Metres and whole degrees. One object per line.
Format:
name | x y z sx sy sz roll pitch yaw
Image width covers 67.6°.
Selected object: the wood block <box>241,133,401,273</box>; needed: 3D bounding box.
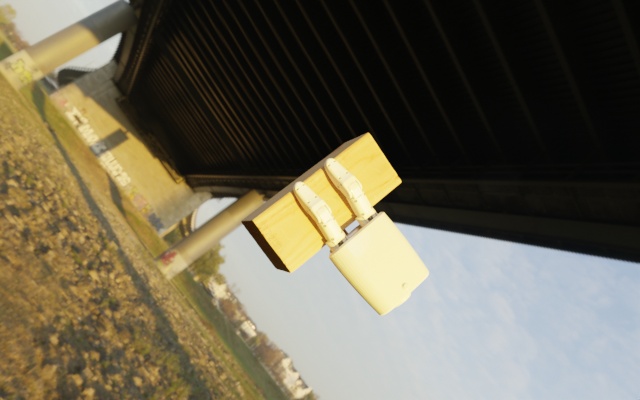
wood block | 0.000 0.003 0.686 0.206 0.090 0.091 -38 8 -18
